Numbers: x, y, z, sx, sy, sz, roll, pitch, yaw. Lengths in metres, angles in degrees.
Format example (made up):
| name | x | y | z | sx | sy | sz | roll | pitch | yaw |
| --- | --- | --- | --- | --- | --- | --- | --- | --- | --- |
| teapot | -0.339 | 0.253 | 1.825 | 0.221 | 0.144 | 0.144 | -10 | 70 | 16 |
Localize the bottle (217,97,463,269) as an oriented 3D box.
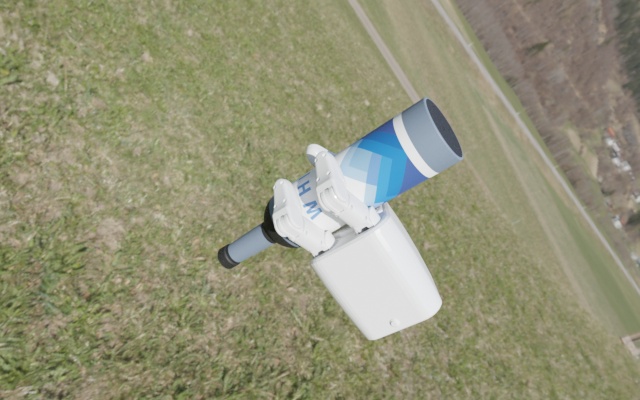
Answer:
| name | x | y | z | sx | sy | sz | roll | pitch | yaw |
| --- | --- | --- | --- | --- | --- | --- | --- | --- | --- |
| bottle | 0.000 | 0.001 | 0.500 | 0.296 | 0.069 | 0.069 | -31 | -15 | 27 |
